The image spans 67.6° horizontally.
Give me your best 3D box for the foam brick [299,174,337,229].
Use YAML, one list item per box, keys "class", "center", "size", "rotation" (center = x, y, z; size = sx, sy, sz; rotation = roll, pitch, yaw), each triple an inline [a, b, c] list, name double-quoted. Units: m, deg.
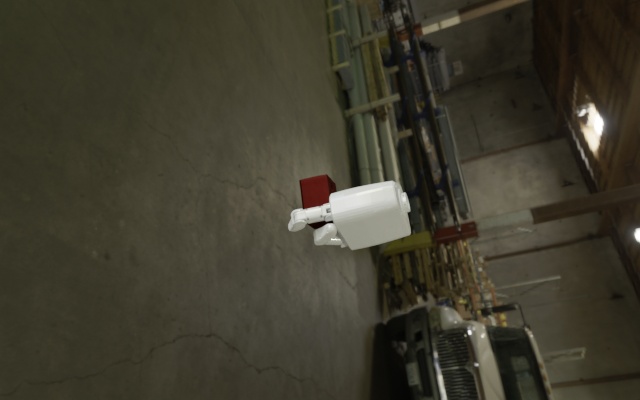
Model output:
- class: "foam brick"
  center: [0.000, 0.002, 0.817]
  size: [0.051, 0.078, 0.053]
  rotation: [-14, -23, 16]
